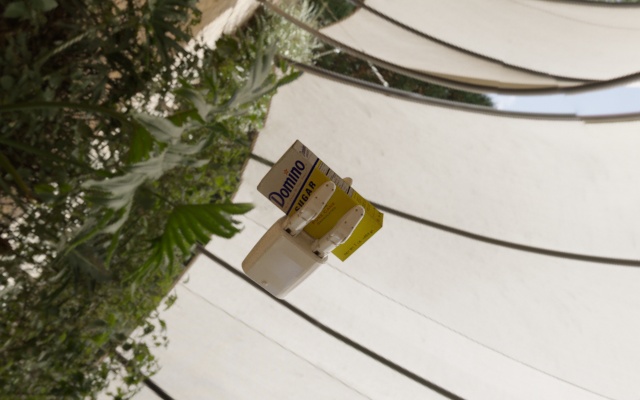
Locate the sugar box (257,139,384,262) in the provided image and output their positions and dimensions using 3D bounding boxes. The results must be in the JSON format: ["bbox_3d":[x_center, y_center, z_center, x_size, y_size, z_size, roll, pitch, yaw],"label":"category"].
[{"bbox_3d":[0.000,0.003,0.711,0.176,0.093,0.048,39,26,-11],"label":"sugar box"}]
